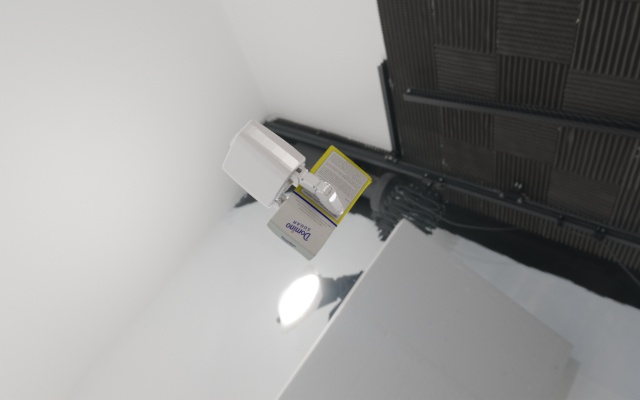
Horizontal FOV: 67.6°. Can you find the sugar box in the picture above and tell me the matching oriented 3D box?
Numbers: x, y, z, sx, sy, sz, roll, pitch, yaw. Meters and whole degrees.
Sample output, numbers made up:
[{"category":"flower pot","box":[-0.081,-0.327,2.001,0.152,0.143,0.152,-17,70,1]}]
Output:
[{"category":"sugar box","box":[0.000,0.003,0.786,0.093,0.176,0.048,39,-23,-1]}]
